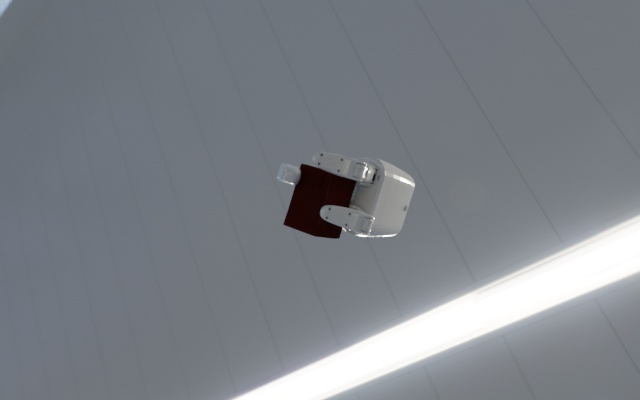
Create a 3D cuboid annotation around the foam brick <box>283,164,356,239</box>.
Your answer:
[{"bbox_3d":[0.000,0.002,0.573,0.053,0.078,0.051,20,5,36],"label":"foam brick"}]
